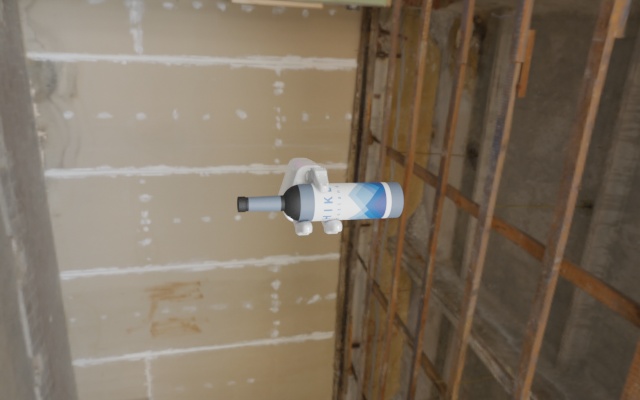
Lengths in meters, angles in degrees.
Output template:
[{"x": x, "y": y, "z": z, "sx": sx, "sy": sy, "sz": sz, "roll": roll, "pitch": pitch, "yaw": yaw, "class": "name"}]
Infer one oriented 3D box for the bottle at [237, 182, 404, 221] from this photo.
[{"x": 0.000, "y": 0.003, "z": 0.857, "sx": 0.296, "sy": 0.069, "sz": 0.069, "roll": -2, "pitch": 0, "yaw": -15, "class": "bottle"}]
